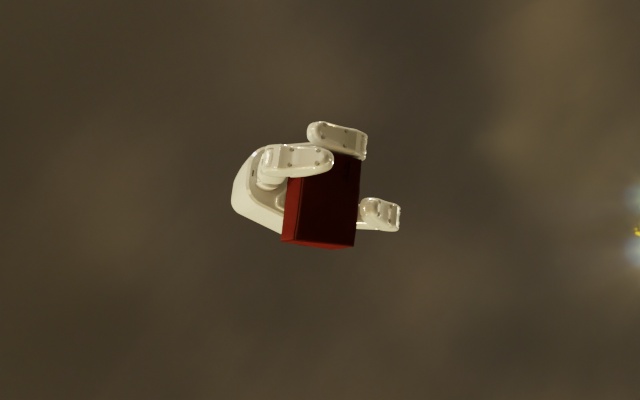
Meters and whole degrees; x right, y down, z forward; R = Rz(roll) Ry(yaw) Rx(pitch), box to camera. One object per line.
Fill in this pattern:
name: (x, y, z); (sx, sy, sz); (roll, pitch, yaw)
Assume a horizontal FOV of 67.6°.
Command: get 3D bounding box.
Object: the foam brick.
foam brick: (0.000, 0.002, 0.413); (0.053, 0.078, 0.051); (10, -12, -17)
